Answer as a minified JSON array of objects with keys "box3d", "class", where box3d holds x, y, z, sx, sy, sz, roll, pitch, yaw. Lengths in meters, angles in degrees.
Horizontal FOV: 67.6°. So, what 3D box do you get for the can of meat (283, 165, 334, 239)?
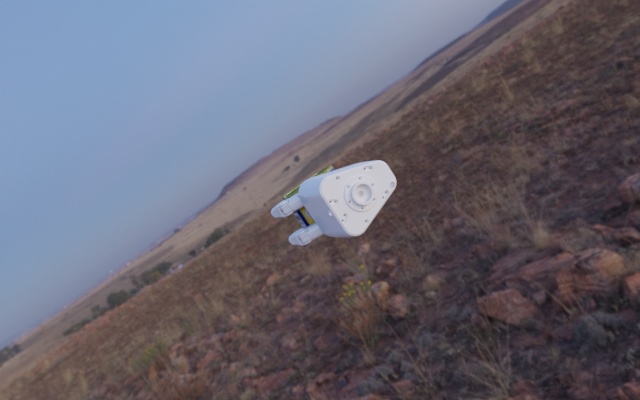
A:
[{"box3d":[0.000,0.002,0.796,0.102,0.084,0.057,-35,8,-11],"class":"can of meat"}]
